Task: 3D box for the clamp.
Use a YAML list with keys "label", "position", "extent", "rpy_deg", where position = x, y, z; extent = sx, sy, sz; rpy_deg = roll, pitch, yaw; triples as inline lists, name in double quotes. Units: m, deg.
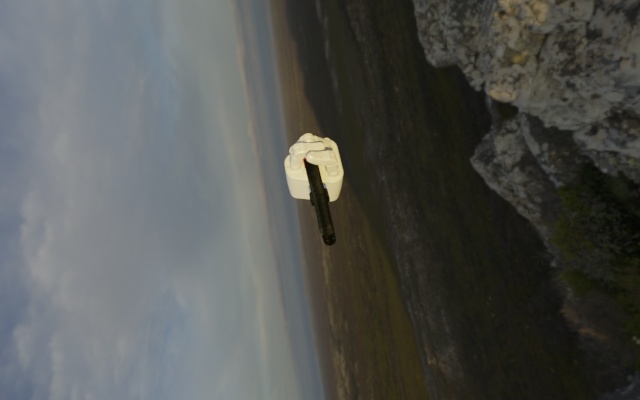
- label: "clamp"
  position: [-0.001, 0.003, 0.889]
  extent: [0.039, 0.171, 0.120]
  rpy_deg: [-9, -23, -4]
